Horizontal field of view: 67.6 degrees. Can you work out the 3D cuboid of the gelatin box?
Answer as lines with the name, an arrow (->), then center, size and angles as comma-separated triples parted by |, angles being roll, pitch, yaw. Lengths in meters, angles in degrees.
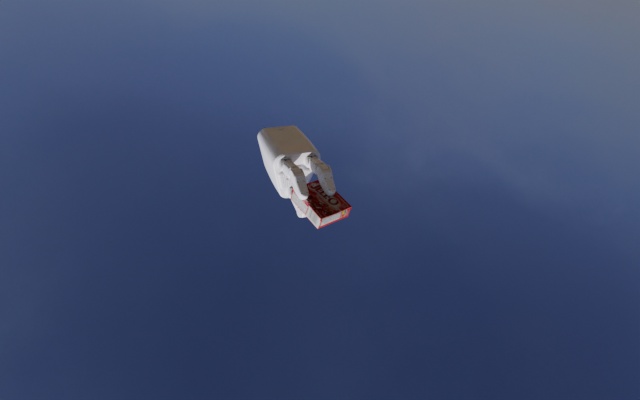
gelatin box -> 0.000, 0.003, 0.869 | 0.073, 0.030, 0.089 | -20, 53, -34
